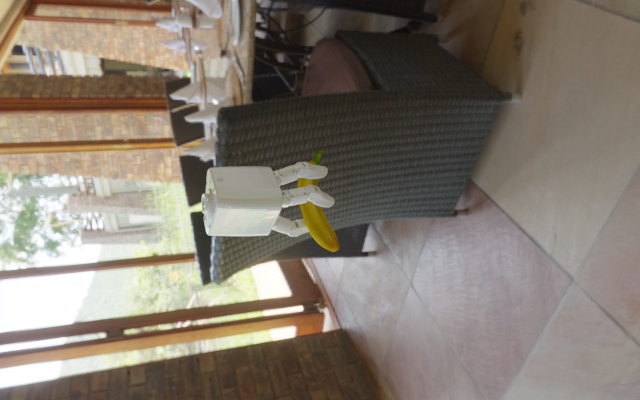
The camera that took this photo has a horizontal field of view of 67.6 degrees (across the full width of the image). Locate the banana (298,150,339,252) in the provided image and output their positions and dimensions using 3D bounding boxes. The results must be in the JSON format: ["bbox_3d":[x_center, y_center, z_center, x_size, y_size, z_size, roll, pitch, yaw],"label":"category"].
[{"bbox_3d":[-0.009,0.008,0.851,0.037,0.197,0.070,4,-29,-29],"label":"banana"}]
